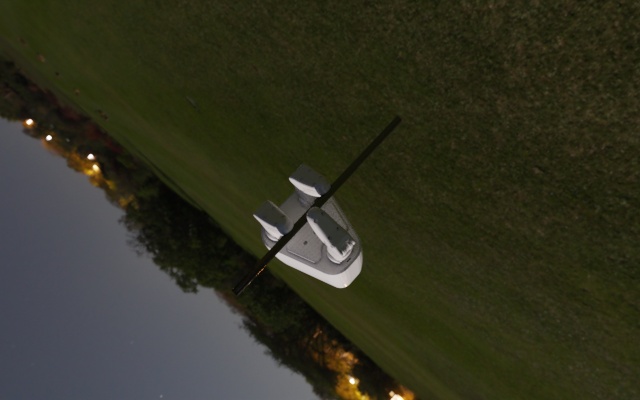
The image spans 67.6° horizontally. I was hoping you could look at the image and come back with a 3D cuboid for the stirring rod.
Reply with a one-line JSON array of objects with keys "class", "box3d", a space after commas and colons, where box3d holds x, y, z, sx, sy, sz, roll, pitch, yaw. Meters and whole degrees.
[{"class": "stirring rod", "box3d": [0.000, 0.002, 0.472, 0.011, 0.239, 0.011, 42, -11, 10]}]
